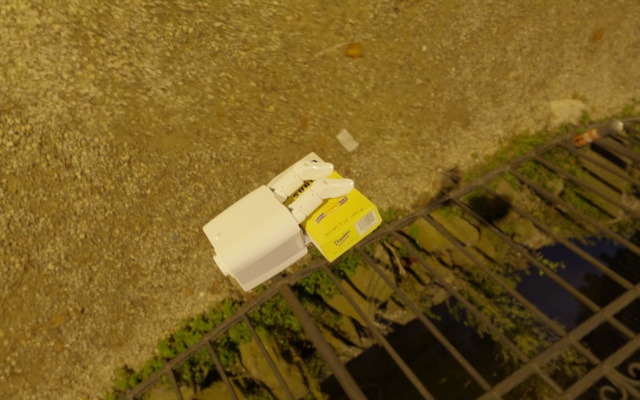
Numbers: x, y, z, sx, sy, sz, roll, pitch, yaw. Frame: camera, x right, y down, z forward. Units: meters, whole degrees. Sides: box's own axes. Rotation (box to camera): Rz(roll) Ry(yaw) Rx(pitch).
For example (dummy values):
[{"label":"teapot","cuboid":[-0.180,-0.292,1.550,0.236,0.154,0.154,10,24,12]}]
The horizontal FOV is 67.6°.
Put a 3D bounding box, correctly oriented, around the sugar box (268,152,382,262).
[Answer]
[{"label":"sugar box","cuboid":[0.000,0.002,0.694,0.093,0.048,0.176,-36,45,-10]}]
